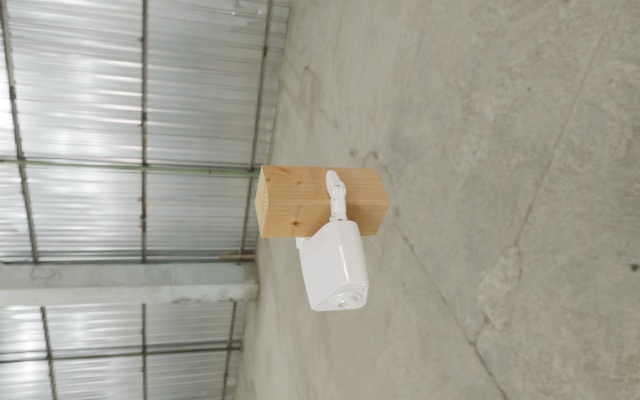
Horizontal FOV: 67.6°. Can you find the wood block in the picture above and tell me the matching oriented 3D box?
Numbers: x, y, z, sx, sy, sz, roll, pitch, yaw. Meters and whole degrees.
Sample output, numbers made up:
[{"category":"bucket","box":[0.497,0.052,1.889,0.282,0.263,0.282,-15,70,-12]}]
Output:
[{"category":"wood block","box":[0.000,0.003,0.822,0.206,0.091,0.090,1,45,-18]}]
